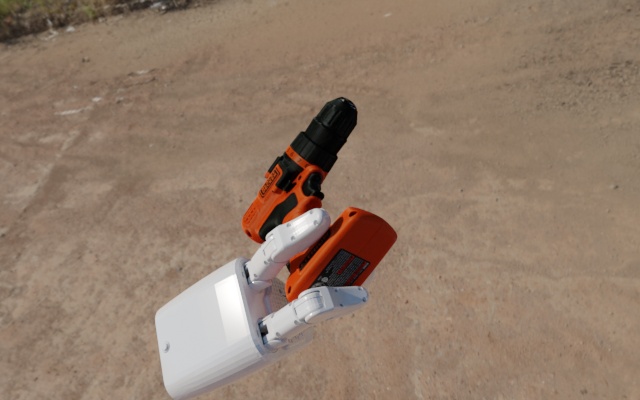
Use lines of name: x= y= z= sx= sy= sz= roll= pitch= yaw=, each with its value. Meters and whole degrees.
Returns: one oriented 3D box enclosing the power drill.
power drill: x=0.000 y=0.002 z=0.461 sx=0.057 sy=0.184 sz=0.187 roll=27 pitch=17 yaw=-30
